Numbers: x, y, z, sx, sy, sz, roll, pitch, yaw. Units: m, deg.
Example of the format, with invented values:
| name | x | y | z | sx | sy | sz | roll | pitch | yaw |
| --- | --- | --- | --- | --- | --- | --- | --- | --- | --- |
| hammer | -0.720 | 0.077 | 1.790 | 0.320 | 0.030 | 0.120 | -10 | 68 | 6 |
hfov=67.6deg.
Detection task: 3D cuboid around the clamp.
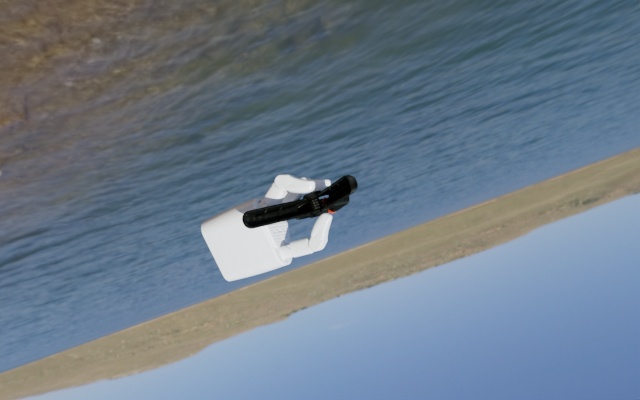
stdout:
| name | x | y | z | sx | sy | sz | roll | pitch | yaw |
| --- | --- | --- | --- | --- | --- | --- | --- | --- | --- |
| clamp | 0.000 | 0.003 | 0.713 | 0.164 | 0.036 | 0.210 | -19 | -6 | 20 |
